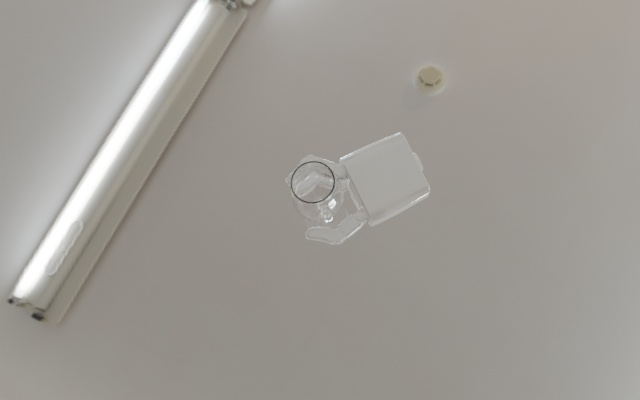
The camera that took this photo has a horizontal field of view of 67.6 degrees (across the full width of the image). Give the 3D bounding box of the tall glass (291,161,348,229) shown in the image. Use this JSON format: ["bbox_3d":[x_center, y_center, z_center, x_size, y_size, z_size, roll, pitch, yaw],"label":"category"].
[{"bbox_3d":[0.000,0.003,0.747,0.079,0.079,0.201,0,-16,7],"label":"tall glass"}]
